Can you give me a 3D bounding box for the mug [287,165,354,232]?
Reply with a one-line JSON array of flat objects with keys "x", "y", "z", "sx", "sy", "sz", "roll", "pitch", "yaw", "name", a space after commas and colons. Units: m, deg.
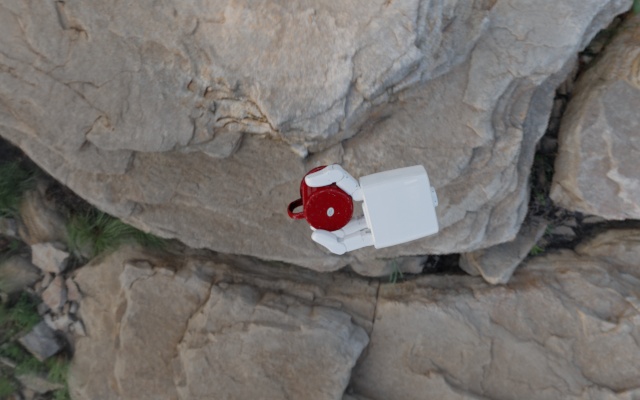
[{"x": -0.001, "y": 0.003, "z": 0.796, "sx": 0.117, "sy": 0.093, "sz": 0.081, "roll": -15, "pitch": 27, "yaw": 5, "name": "mug"}]
